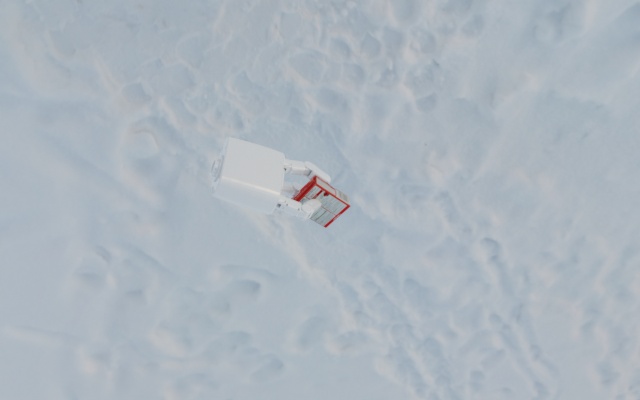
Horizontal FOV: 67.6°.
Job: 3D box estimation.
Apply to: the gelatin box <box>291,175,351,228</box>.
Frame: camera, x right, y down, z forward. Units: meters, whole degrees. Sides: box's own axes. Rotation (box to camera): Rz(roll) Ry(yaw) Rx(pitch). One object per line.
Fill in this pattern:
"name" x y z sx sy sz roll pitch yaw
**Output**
"gelatin box" 0.000 0.003 0.896 0.089 0.030 0.073 32 -58 -25
